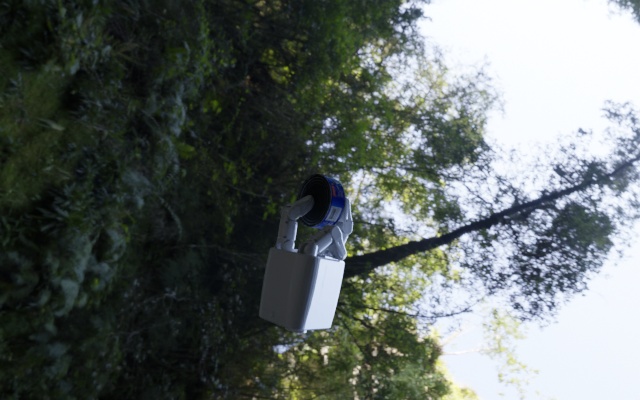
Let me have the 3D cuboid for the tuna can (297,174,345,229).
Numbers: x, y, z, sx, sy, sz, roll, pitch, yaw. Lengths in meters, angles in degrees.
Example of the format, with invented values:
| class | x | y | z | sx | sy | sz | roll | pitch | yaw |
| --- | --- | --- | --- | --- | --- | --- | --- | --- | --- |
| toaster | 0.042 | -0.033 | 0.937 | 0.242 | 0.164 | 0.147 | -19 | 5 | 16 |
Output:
| class | x | y | z | sx | sy | sz | roll | pitch | yaw |
| --- | --- | --- | --- | --- | --- | --- | --- | --- | --- |
| tuna can | 0.001 | 0.003 | 0.765 | 0.034 | 0.086 | 0.086 | 12 | -8 | -38 |
